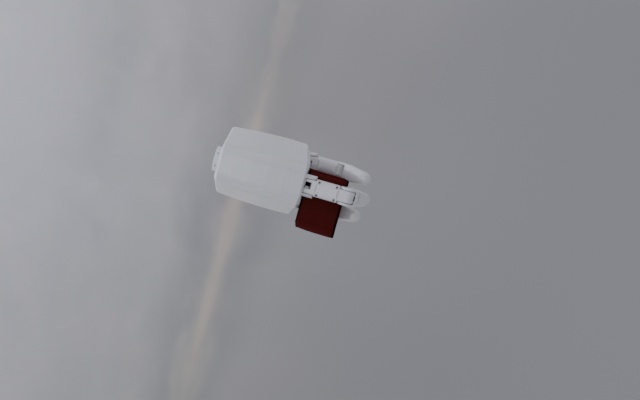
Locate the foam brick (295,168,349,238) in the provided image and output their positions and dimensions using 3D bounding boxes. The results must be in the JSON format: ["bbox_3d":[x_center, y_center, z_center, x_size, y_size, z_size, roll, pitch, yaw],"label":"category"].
[{"bbox_3d":[0.000,0.002,0.629,0.051,0.078,0.053,15,5,-6],"label":"foam brick"}]
